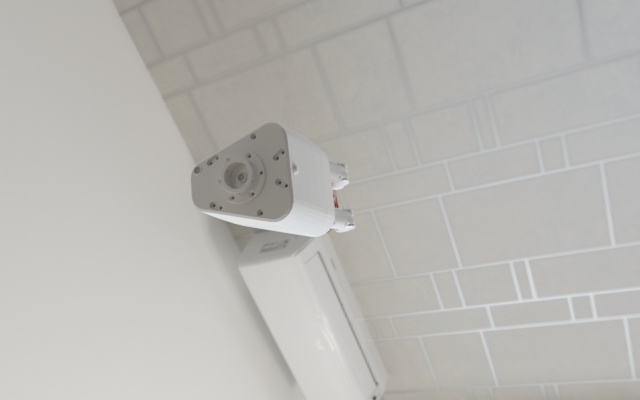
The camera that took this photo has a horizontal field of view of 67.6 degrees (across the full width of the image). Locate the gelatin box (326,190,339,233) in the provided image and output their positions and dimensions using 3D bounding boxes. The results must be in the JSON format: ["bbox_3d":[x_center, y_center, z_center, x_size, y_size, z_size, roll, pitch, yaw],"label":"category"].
[{"bbox_3d":[0.000,0.002,0.601,0.030,0.073,0.089,-10,1,14],"label":"gelatin box"}]
